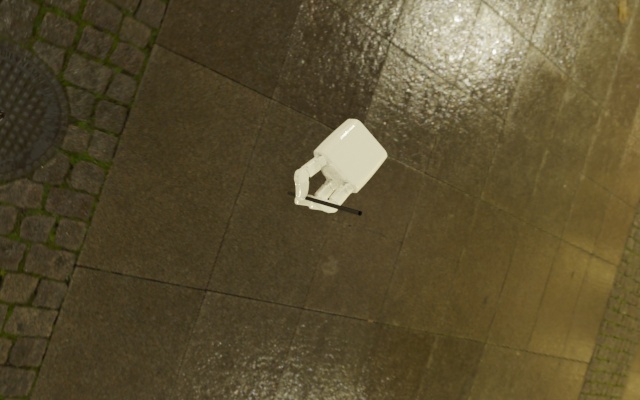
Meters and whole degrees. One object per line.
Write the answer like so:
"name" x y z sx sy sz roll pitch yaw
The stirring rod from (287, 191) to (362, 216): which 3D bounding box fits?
"stirring rod" 0.000 0.003 0.883 0.011 0.011 0.239 0 9 -33
